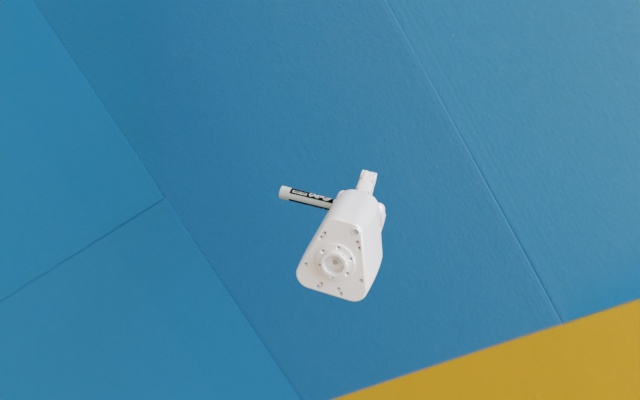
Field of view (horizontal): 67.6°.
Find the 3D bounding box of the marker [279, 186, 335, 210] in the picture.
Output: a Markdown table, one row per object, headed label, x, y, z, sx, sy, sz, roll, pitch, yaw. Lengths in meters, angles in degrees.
| label | x | y | z | sx | sy | sz | roll | pitch | yaw |
| --- | --- | --- | --- | --- | --- | --- | --- | --- | --- |
| marker | 0.000 | 0.002 | 0.679 | 0.121 | 0.020 | 0.020 | 14 | 3 | 11 |
